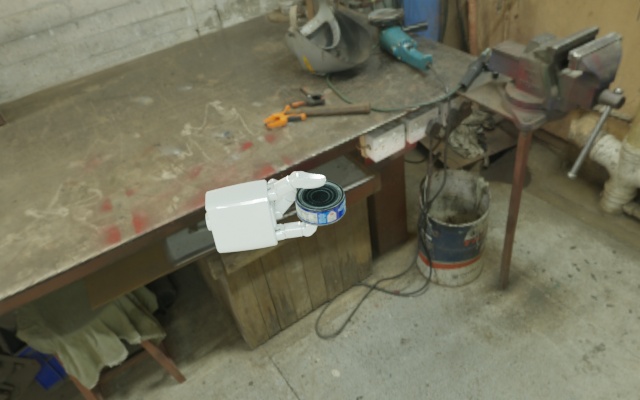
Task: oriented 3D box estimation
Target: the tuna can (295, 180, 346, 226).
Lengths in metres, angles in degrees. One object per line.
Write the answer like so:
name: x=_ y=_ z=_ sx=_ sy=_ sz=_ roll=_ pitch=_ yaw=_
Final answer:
tuna can: x=0.000 y=0.002 z=0.812 sx=0.086 sy=0.034 sz=0.086 roll=-2 pitch=39 yaw=2
